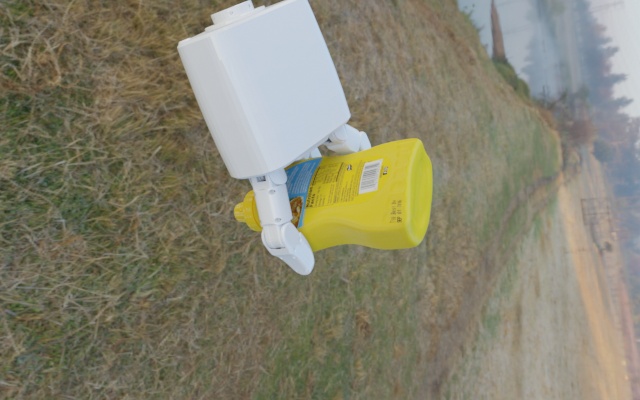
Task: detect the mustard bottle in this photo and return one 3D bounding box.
[{"bbox_3d":[0.000,0.002,0.433,0.191,0.096,0.058,-7,-39,29],"label":"mustard bottle"}]
